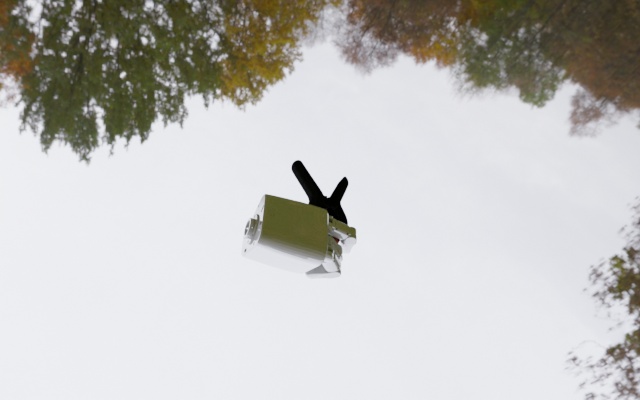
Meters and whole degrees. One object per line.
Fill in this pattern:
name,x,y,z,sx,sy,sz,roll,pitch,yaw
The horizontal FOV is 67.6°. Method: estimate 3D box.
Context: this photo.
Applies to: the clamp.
clamp,0.000,0.003,0.830,0.120,0.171,0.039,19,-47,-21
